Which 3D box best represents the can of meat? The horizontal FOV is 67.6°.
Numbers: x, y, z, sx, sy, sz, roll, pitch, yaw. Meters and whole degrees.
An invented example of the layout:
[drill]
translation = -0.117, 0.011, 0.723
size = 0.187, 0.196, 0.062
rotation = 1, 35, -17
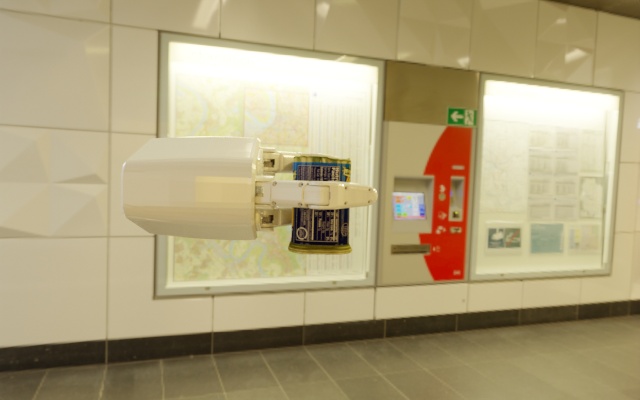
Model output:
[can of meat]
translation = 0.000, 0.001, 0.453
size = 0.057, 0.084, 0.102
rotation = 1, 3, -1
